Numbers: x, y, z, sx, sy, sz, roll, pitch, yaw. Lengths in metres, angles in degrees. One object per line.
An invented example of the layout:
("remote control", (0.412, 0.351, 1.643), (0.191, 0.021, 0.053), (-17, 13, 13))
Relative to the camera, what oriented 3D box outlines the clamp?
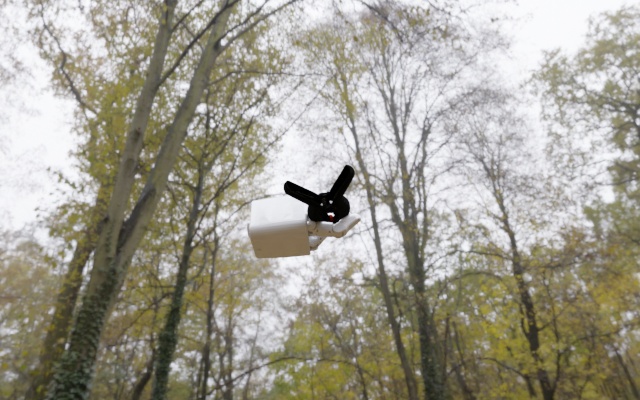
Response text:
("clamp", (0.000, 0.002, 0.843), (0.120, 0.039, 0.172), (-5, -36, 0))
